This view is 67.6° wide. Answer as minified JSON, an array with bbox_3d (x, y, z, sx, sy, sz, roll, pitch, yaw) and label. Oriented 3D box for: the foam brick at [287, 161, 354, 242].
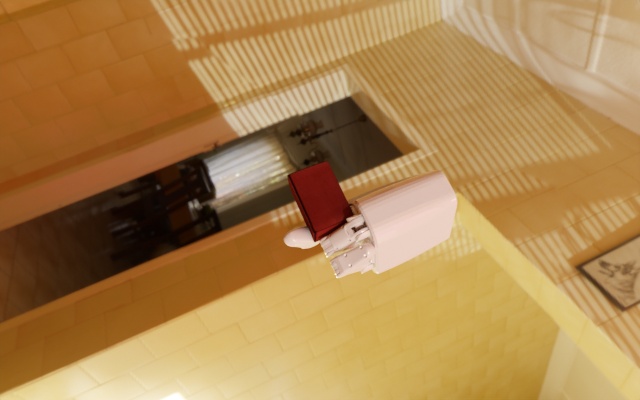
[{"bbox_3d":[0.000,0.002,0.570,0.051,0.078,0.053,-23,-15,-6],"label":"foam brick"}]
